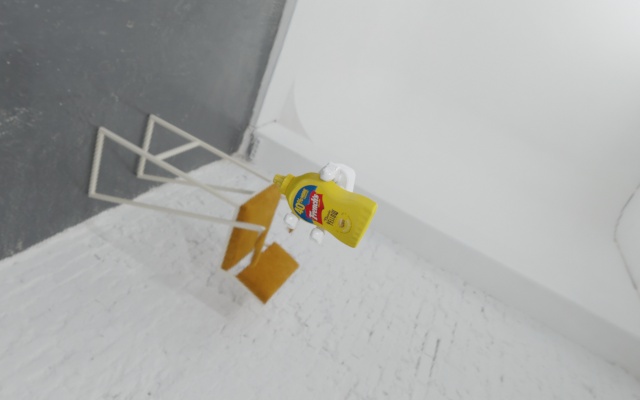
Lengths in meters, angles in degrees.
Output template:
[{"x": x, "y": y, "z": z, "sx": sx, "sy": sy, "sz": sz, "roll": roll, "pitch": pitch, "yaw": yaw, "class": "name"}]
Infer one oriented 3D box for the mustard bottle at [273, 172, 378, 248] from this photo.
[{"x": 0.000, "y": 0.003, "z": 0.861, "sx": 0.191, "sy": 0.096, "sz": 0.058, "roll": 28, "pitch": 37, "yaw": 9, "class": "mustard bottle"}]
